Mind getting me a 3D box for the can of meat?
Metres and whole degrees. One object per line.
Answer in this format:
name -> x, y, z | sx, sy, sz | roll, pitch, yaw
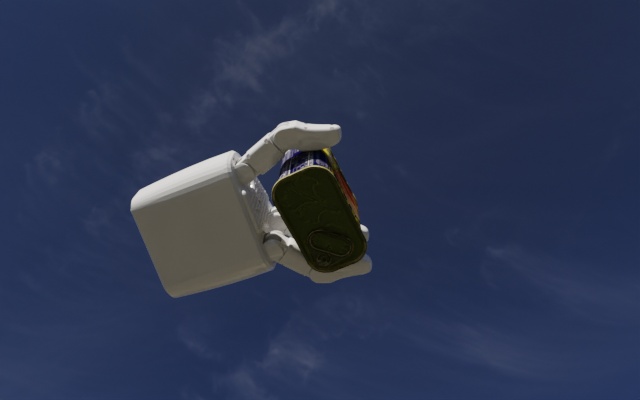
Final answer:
can of meat -> 0.000, 0.001, 0.447 | 0.057, 0.102, 0.084 | -23, 23, 11
